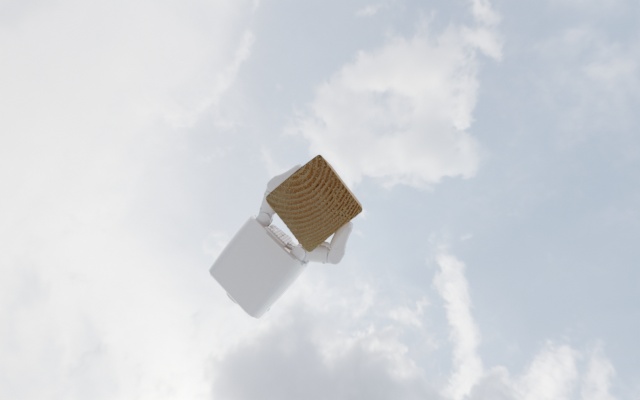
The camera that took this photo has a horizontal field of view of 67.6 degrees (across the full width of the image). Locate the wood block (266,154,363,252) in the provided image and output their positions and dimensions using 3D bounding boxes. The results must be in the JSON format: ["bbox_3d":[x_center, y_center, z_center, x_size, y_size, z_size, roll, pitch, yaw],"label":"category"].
[{"bbox_3d":[0.000,0.002,0.685,0.090,0.091,0.206,-39,-2,4],"label":"wood block"}]
